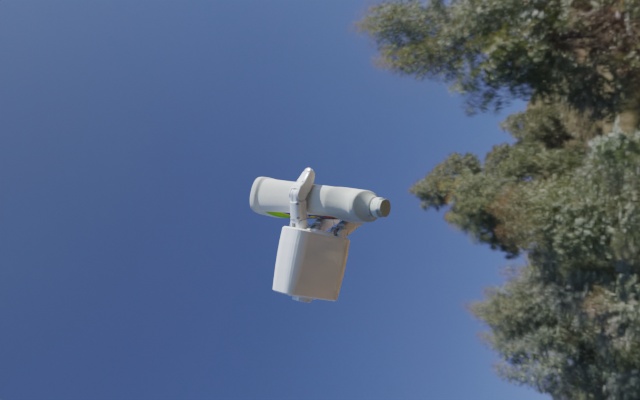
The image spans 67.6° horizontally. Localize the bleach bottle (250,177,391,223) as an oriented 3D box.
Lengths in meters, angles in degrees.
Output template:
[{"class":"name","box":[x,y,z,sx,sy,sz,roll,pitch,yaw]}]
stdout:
[{"class":"bleach bottle","box":[0.000,0.003,0.802,0.251,0.068,0.102,4,-8,42]}]
